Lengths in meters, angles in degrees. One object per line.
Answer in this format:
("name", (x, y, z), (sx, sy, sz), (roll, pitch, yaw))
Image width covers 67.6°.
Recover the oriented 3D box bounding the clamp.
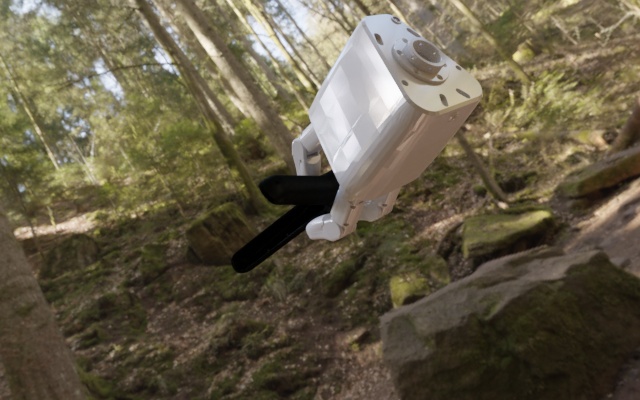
("clamp", (0.000, 0.001, 0.503), (0.210, 0.036, 0.165), (-24, -19, -38))
